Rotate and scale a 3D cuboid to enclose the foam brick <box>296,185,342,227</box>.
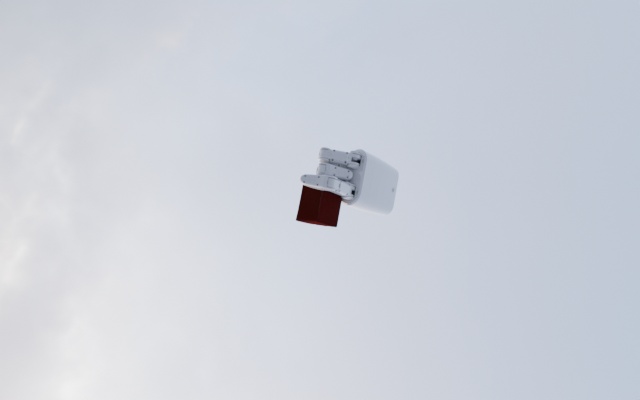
[{"bbox_3d":[0.000,0.003,0.805,0.053,0.078,0.051,3,-11,45],"label":"foam brick"}]
